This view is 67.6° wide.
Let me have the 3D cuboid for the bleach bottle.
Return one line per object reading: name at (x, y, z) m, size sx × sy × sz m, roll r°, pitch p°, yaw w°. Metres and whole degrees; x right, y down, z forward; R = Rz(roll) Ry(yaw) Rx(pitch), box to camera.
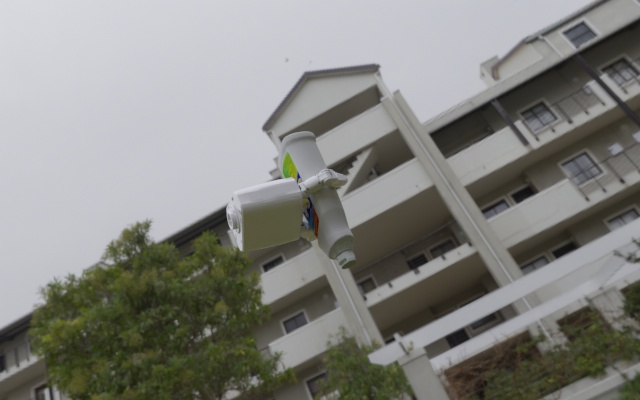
bleach bottle at (0.000, 0.003, 0.843) m, size 0.068 × 0.250 × 0.103 m, roll -14°, pitch -31°, yaw -23°
